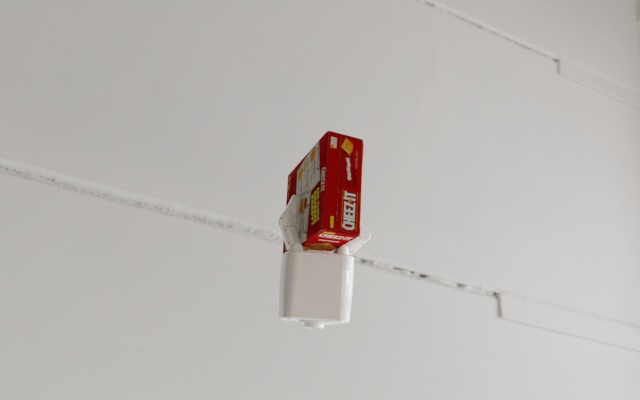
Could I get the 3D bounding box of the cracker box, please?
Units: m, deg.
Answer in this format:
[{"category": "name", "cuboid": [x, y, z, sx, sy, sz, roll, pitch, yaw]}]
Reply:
[{"category": "cracker box", "cuboid": [0.000, 0.003, 0.817, 0.072, 0.164, 0.214, 9, -19, -19]}]
